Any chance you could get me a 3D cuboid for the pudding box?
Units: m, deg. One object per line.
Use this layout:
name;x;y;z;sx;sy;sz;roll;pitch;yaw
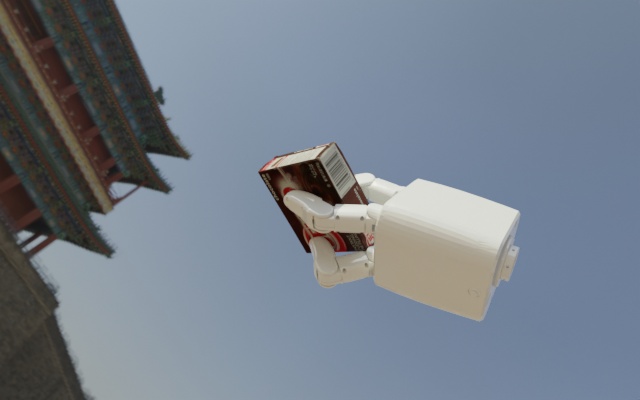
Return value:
pudding box;0.000;0.002;0.492;0.090;0.113;0.039;-9;27;43
